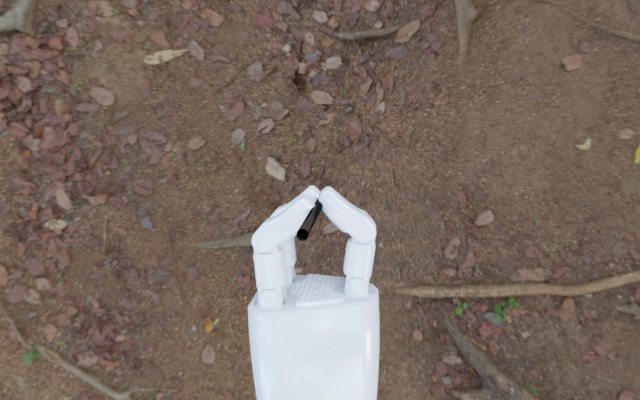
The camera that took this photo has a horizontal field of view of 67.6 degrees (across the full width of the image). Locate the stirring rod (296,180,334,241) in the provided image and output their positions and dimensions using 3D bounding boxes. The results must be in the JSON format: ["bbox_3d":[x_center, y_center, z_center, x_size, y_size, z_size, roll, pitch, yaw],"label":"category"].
[{"bbox_3d":[0.000,0.001,0.424,0.011,0.011,0.239,0,10,6],"label":"stirring rod"}]
